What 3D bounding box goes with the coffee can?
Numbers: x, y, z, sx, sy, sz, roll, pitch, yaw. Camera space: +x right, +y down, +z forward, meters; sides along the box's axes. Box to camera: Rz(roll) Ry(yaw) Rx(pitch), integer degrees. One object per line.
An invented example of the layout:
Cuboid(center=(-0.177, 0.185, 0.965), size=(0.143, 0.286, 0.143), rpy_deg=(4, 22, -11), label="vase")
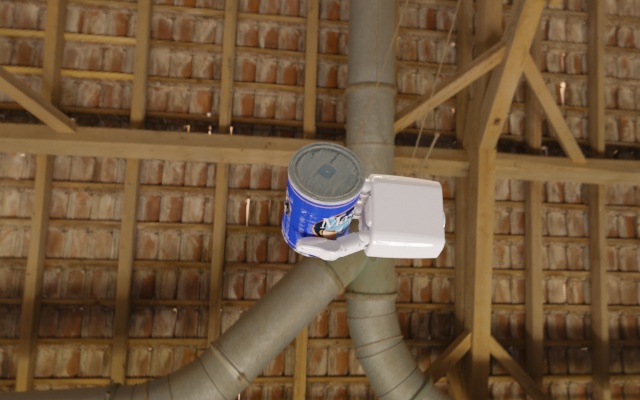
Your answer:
Cuboid(center=(0.000, 0.002, 0.677), size=(0.103, 0.102, 0.140), rpy_deg=(0, -36, -9), label="coffee can")
